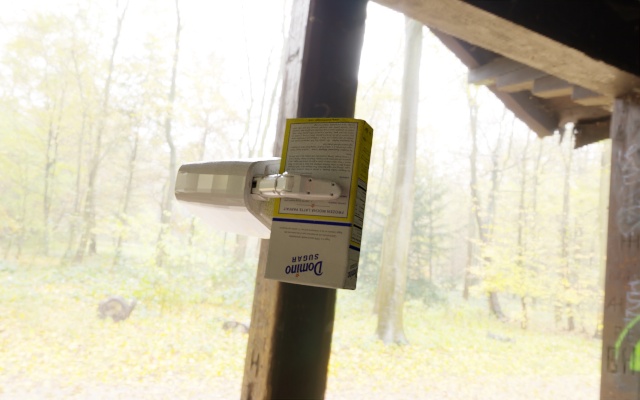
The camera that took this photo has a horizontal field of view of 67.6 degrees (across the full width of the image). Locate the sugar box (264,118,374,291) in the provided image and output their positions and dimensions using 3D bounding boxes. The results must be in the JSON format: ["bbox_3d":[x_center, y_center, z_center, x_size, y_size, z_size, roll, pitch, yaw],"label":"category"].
[{"bbox_3d":[0.000,0.002,0.508,0.093,0.176,0.048,4,-7,24],"label":"sugar box"}]
